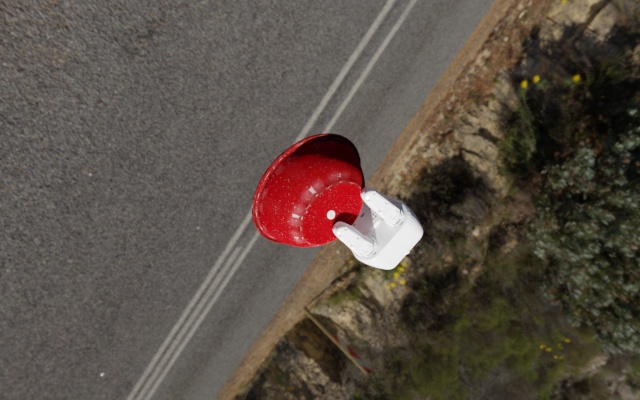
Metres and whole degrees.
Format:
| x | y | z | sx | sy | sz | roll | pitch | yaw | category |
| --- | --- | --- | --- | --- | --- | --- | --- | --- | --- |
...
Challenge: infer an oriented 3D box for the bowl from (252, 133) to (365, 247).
| x | y | z | sx | sy | sz | roll | pitch | yaw | category |
| --- | --- | --- | --- | --- | --- | --- | --- | --- | --- |
| -0.001 | 0.002 | 0.581 | 0.162 | 0.162 | 0.055 | 0 | 33 | -41 | bowl |
